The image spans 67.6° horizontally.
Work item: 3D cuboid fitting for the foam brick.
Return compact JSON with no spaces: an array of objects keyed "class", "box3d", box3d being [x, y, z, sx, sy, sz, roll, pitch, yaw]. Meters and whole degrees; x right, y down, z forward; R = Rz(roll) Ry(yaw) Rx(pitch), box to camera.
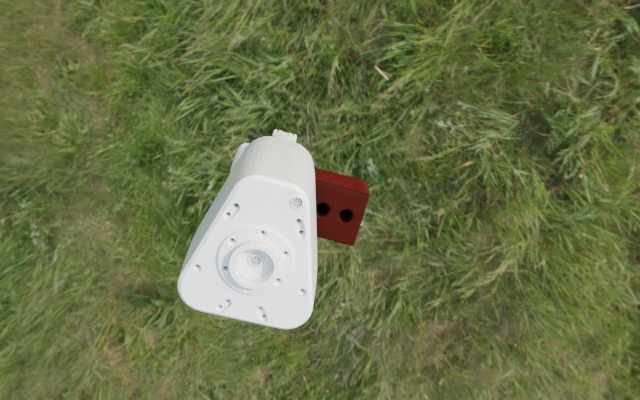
[{"class":"foam brick","box3d":[0.000,0.001,0.439,0.078,0.053,0.051,14,16,-7]}]
